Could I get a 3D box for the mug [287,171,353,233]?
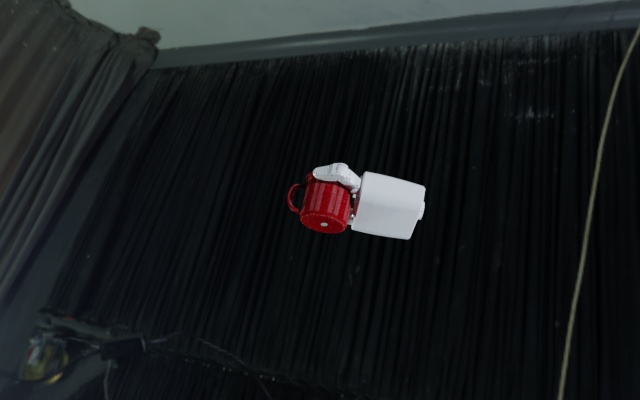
[{"bbox_3d":[-0.001,0.003,0.825,0.117,0.081,0.093,11,-25,4],"label":"mug"}]
